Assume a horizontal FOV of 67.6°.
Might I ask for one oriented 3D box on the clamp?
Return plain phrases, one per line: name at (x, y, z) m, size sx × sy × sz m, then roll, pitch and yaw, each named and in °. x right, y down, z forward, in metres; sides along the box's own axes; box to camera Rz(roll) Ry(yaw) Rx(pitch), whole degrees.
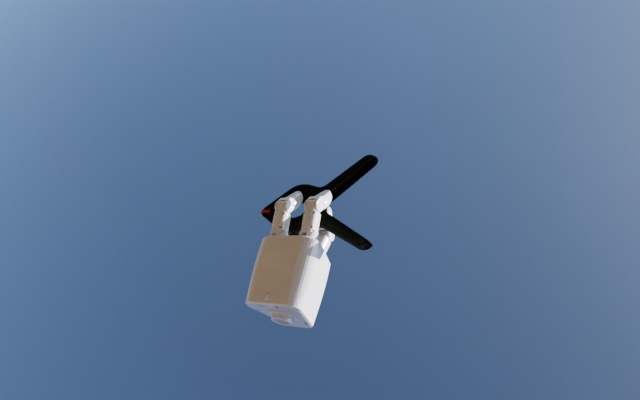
clamp at (0.000, 0.003, 0.780) m, size 0.210 × 0.164 × 0.036 m, roll -2°, pitch -31°, yaw 30°
